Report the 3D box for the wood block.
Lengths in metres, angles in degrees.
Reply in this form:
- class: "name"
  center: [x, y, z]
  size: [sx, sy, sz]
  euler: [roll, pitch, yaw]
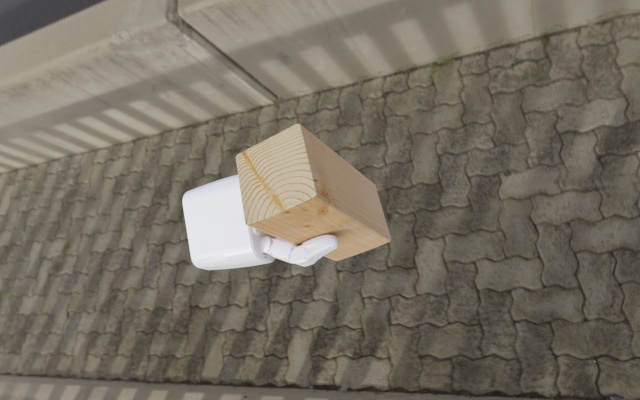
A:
- class: "wood block"
  center: [0.000, 0.002, 0.585]
  size: [0.090, 0.090, 0.206]
  euler: [-23, -26, 22]
